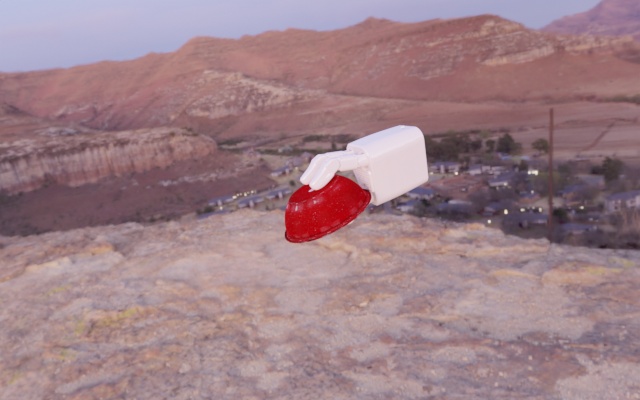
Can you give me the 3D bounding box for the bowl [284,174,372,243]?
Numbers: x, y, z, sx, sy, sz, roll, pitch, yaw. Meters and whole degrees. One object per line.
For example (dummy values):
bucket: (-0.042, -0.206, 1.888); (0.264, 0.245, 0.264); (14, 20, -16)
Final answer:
bowl: (-0.001, 0.003, 0.787); (0.162, 0.055, 0.162); (-25, 19, 9)
